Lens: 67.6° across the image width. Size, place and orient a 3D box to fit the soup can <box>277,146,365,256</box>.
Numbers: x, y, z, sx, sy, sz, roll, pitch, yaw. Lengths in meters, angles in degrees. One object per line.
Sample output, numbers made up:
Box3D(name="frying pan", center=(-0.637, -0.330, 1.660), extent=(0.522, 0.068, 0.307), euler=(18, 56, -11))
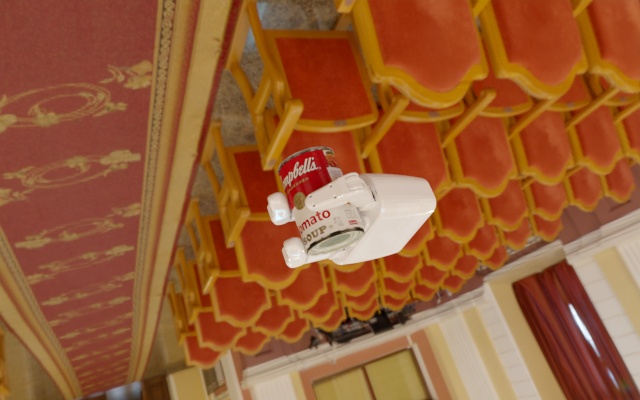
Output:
Box3D(name="soup can", center=(0.000, 0.002, 0.524), extent=(0.068, 0.102, 0.068), euler=(-18, -19, -7))
